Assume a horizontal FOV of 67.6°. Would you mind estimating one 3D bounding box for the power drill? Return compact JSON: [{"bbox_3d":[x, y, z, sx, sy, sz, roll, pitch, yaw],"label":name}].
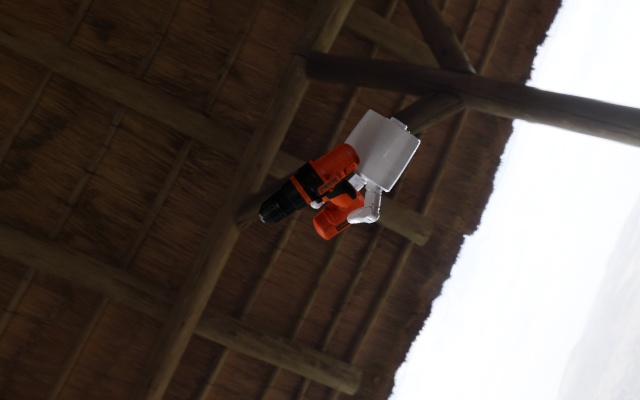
[{"bbox_3d":[0.000,0.003,0.817,0.184,0.057,0.188,-35,-27,1],"label":"power drill"}]
